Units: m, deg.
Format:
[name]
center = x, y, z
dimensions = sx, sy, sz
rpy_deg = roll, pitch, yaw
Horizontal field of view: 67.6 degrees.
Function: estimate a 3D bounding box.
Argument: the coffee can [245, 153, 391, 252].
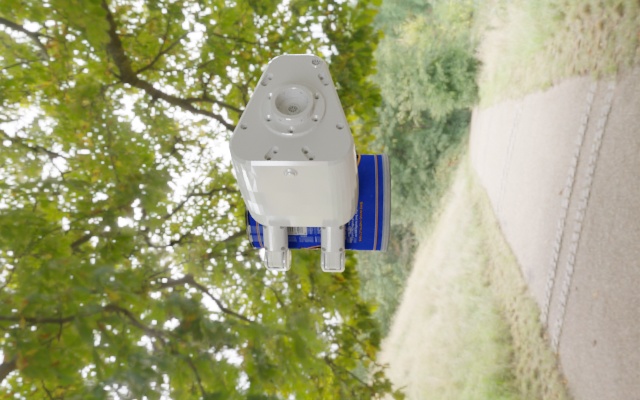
[coffee can]
center = 0.000, 0.002, 0.504
dimensions = 0.140, 0.103, 0.103
rpy_deg = 1, 0, 4
